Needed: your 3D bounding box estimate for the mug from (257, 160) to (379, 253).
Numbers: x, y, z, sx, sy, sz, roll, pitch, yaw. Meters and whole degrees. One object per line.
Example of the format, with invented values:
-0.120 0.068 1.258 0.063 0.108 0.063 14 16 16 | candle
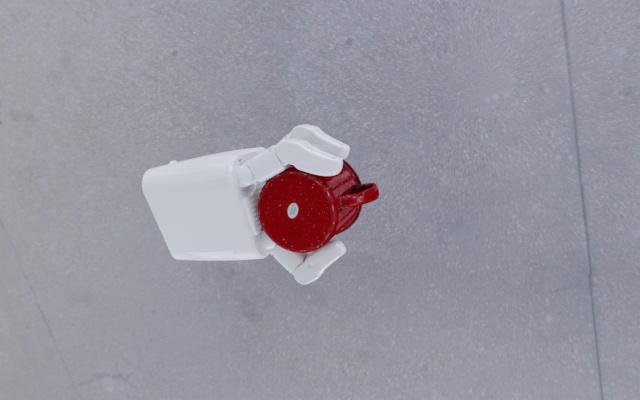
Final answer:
0.001 0.002 0.473 0.117 0.093 0.081 -6 11 20 | mug
